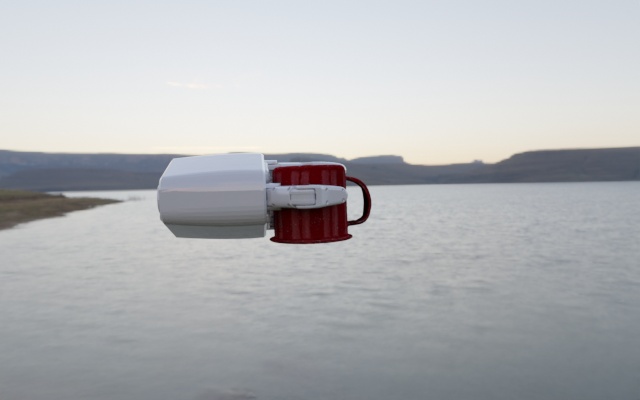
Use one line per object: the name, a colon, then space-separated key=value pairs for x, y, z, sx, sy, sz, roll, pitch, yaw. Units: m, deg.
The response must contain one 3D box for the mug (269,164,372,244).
mug: x=0.002 y=0.001 z=0.533 sx=0.117 sy=0.081 sz=0.093 roll=-2 pitch=3 yaw=-8
